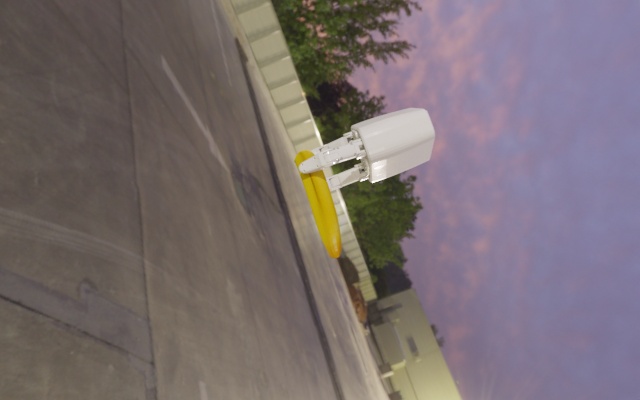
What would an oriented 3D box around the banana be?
[{"bbox_3d":[-0.003,-0.009,0.736,0.037,0.197,0.070,-18,-30,-2],"label":"banana"}]
